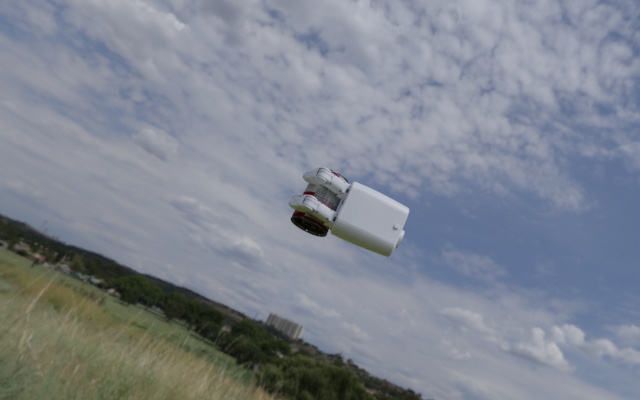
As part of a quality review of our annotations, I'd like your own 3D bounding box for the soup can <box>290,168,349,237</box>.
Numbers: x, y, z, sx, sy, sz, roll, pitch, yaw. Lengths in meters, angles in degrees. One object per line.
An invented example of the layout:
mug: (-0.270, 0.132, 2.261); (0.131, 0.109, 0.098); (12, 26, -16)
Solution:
soup can: (0.000, 0.002, 0.828); (0.068, 0.102, 0.068); (23, -19, 9)
